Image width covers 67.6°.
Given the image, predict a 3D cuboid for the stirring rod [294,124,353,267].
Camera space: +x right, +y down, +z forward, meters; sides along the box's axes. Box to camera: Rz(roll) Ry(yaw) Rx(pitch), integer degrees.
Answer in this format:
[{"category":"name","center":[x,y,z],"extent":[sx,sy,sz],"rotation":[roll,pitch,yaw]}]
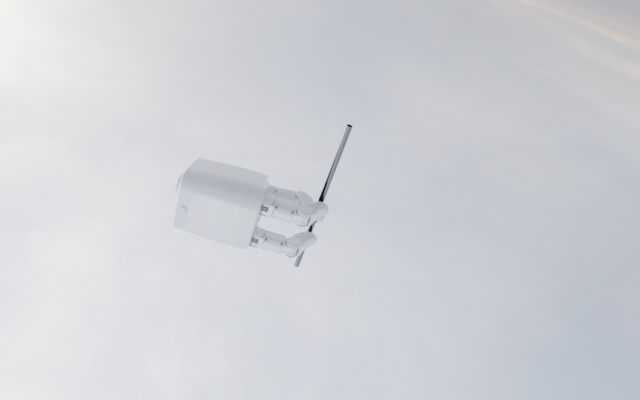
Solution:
[{"category":"stirring rod","center":[0.000,0.002,0.662],"extent":[0.011,0.240,0.011],"rotation":[15,32,-10]}]
